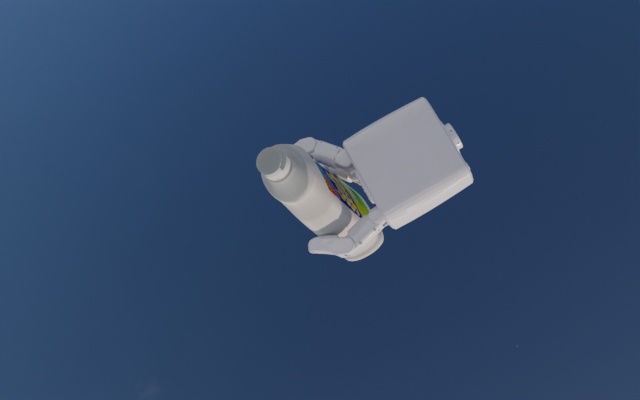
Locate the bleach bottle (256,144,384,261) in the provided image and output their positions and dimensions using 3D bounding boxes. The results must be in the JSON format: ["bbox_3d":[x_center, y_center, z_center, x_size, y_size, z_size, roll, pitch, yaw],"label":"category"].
[{"bbox_3d":[0.000,0.002,0.570,0.068,0.102,0.251,-32,-25,11],"label":"bleach bottle"}]
